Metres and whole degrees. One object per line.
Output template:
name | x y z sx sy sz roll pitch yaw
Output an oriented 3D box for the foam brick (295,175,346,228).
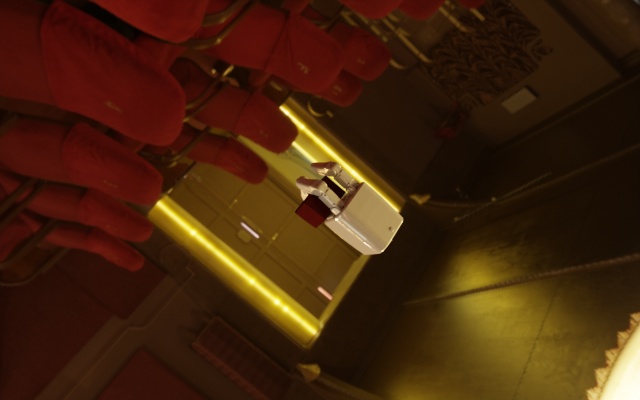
foam brick | 0.000 0.003 0.889 0.051 0.078 0.053 40 -31 -4
